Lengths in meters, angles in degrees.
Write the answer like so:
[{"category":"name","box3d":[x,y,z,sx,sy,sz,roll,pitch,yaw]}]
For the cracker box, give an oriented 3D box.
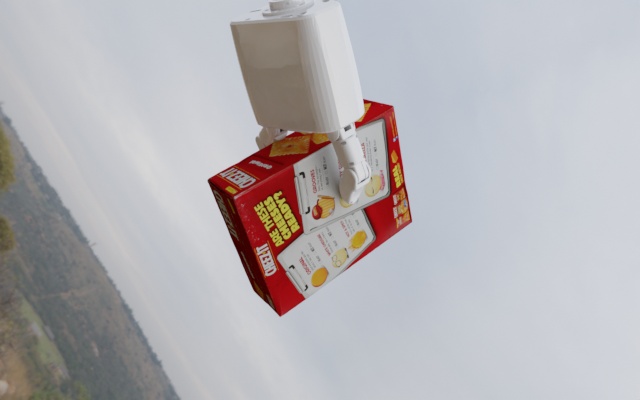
[{"category":"cracker box","box3d":[0.000,0.002,0.548,0.213,0.164,0.072,-32,35,-24]}]
